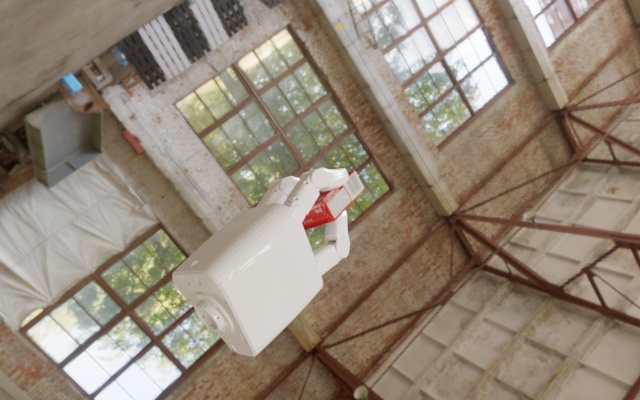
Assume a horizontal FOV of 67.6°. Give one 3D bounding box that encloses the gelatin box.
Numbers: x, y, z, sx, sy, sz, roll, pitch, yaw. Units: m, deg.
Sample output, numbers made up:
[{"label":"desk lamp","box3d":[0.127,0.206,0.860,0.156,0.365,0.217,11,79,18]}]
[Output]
[{"label":"gelatin box","box3d":[0.000,0.002,0.560,0.073,0.030,0.089,-19,15,37]}]
